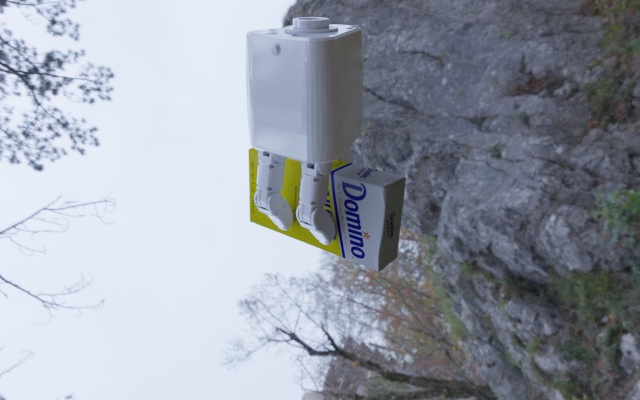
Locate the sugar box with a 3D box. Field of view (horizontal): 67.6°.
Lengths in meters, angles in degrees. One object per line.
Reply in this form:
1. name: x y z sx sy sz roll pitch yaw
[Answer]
1. sugar box: 0.000 0.002 0.511 0.176 0.093 0.048 18 28 34
